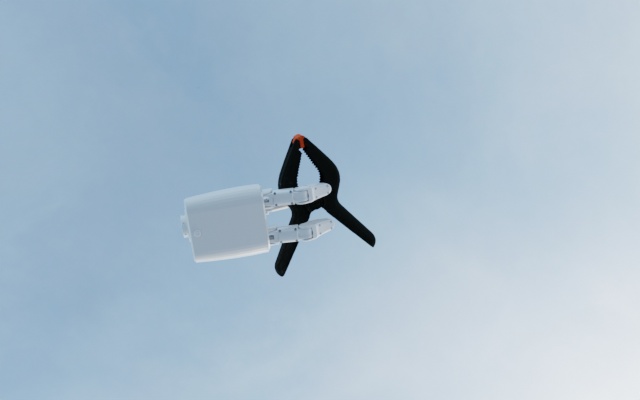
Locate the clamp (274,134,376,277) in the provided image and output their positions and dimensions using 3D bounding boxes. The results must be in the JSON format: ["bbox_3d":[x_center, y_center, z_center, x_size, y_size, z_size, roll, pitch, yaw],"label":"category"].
[{"bbox_3d":[0.000,0.002,0.721,0.164,0.210,0.036,-10,15,-14],"label":"clamp"}]
